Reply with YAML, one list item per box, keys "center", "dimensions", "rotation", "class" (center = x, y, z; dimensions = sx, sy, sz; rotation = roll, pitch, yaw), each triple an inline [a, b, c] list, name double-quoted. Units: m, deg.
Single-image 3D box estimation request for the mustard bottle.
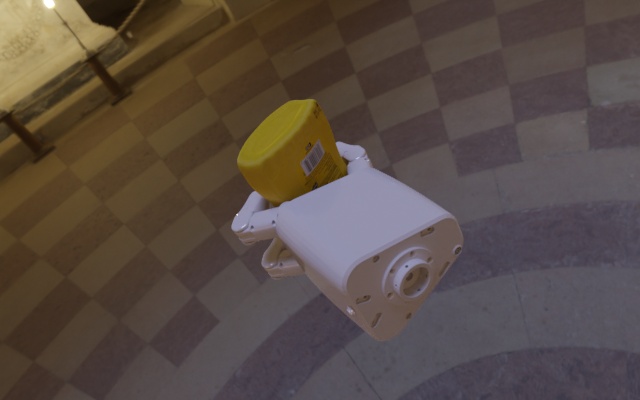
- center: [0.000, 0.001, 0.479]
  dimensions: [0.058, 0.096, 0.192]
  rotation: [5, -41, 40]
  class: "mustard bottle"
